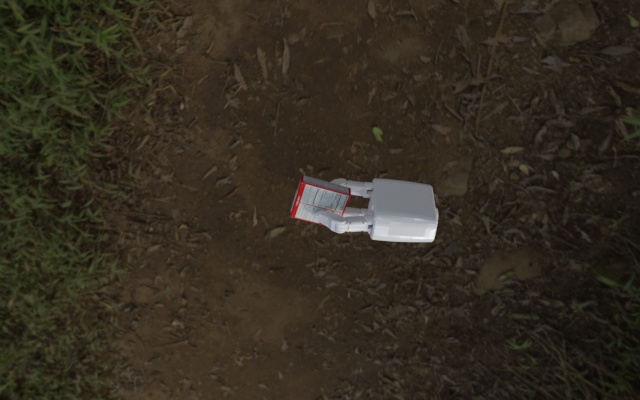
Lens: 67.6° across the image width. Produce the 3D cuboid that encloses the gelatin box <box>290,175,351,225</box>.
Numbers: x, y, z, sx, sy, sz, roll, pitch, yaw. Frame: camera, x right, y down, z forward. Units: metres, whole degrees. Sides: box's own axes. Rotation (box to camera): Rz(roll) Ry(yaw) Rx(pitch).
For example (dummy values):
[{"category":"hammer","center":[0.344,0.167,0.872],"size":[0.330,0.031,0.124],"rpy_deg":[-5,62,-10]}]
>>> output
[{"category":"gelatin box","center":[0.000,0.003,0.821],"size":[0.089,0.073,0.030],"rpy_deg":[14,31,-9]}]
